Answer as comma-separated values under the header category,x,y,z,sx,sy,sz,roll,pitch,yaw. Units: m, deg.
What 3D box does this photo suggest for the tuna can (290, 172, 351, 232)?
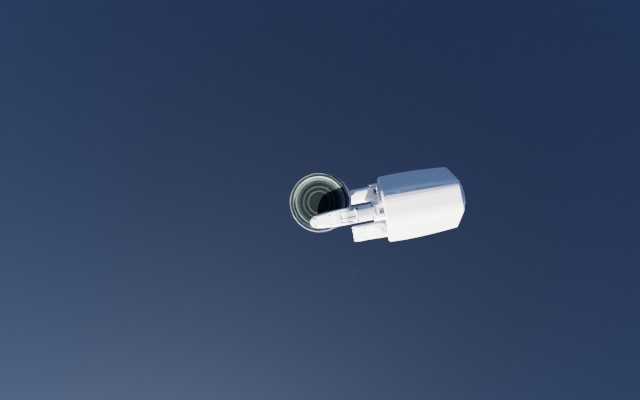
category,x,y,z,sx,sy,sz,roll,pitch,yaw
tuna can,0.000,0.002,0.679,0.086,0.086,0.034,0,2,9
